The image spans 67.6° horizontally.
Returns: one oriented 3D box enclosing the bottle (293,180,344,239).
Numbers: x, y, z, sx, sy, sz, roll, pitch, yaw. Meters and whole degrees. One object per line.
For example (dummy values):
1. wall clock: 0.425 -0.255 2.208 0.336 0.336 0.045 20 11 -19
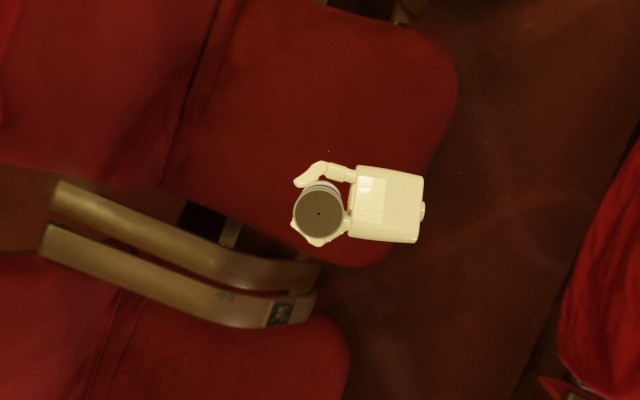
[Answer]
1. bottle: 0.000 0.002 0.760 0.069 0.069 0.295 0 6 1
